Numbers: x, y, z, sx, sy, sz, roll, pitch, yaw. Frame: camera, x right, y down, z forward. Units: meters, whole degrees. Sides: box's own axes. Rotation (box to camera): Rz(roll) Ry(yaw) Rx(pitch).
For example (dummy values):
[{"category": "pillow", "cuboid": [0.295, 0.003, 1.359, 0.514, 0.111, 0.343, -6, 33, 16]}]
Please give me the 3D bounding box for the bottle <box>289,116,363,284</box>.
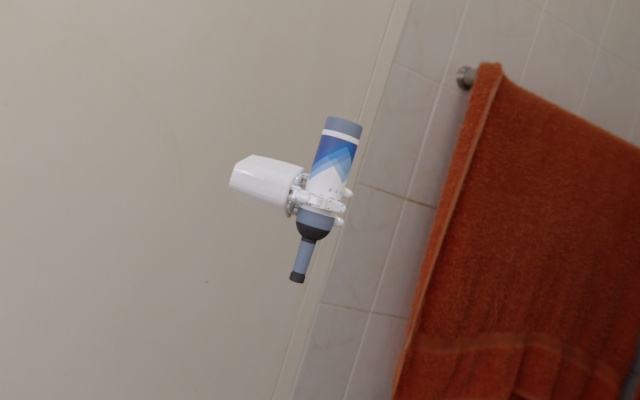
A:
[{"category": "bottle", "cuboid": [0.000, 0.003, 0.844, 0.069, 0.296, 0.069, 17, 1, 0]}]
